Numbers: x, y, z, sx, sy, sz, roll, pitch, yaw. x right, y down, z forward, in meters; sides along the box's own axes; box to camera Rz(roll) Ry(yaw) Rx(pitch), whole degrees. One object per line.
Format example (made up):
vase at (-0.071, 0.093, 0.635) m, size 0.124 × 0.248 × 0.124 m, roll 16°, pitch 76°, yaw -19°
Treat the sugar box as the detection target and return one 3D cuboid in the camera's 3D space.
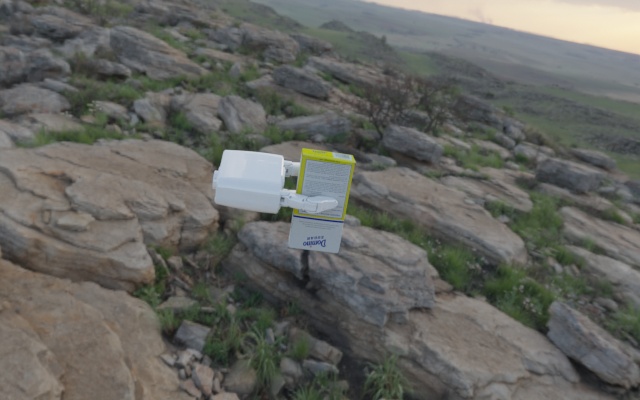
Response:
sugar box at (0.000, 0.002, 0.843) m, size 0.093 × 0.176 × 0.048 m, roll 8°, pitch 24°, yaw -6°
